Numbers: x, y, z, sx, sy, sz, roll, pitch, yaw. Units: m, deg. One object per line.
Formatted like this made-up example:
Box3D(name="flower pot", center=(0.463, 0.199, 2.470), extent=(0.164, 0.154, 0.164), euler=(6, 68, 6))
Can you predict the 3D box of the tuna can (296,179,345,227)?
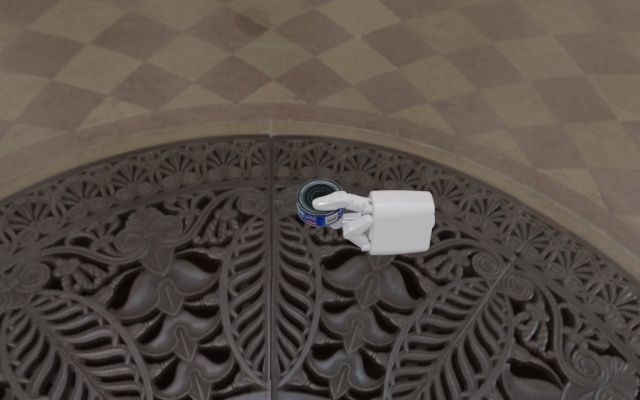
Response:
Box3D(name="tuna can", center=(0.000, 0.002, 0.844), extent=(0.086, 0.086, 0.034), euler=(0, -38, 2))
